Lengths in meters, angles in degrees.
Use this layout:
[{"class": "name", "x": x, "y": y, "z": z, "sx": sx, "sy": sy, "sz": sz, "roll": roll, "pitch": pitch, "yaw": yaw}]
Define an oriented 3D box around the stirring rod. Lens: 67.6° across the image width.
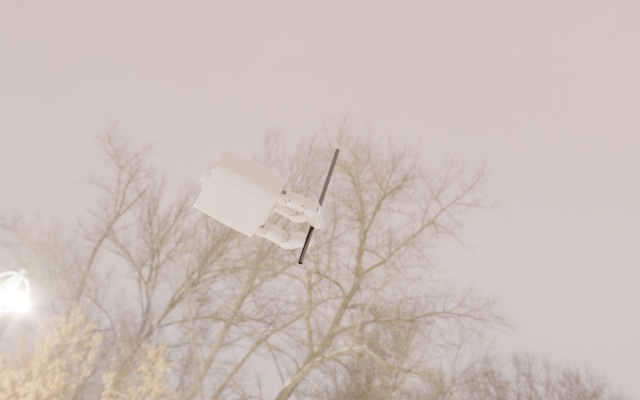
[{"class": "stirring rod", "x": 0.000, "y": 0.003, "z": 0.805, "sx": 0.011, "sy": 0.239, "sz": 0.011, "roll": 13, "pitch": -34, "yaw": 9}]
